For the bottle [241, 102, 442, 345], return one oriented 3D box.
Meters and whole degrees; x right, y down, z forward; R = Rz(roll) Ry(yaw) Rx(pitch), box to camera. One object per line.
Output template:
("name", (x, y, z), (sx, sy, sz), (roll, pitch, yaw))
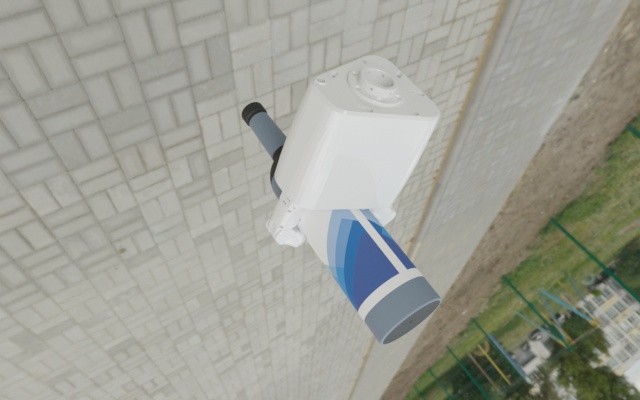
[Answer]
("bottle", (0.000, 0.002, 0.481), (0.069, 0.295, 0.069), (-28, -28, -17))
